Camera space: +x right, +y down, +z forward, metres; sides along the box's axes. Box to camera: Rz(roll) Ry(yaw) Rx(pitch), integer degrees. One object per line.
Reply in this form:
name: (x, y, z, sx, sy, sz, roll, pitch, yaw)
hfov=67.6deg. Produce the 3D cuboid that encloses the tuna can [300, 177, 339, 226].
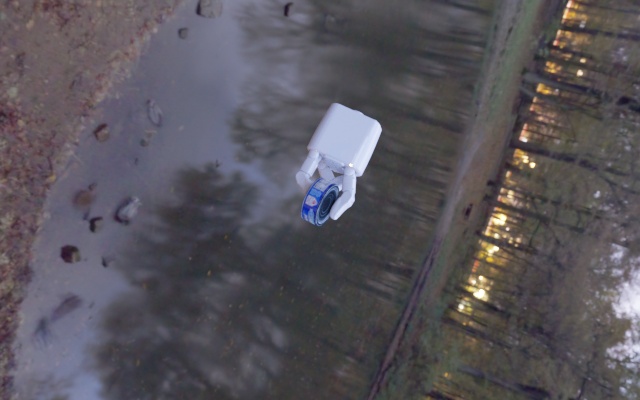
tuna can: (0.001, 0.003, 0.882, 0.033, 0.086, 0.086, 26, 9, 20)
